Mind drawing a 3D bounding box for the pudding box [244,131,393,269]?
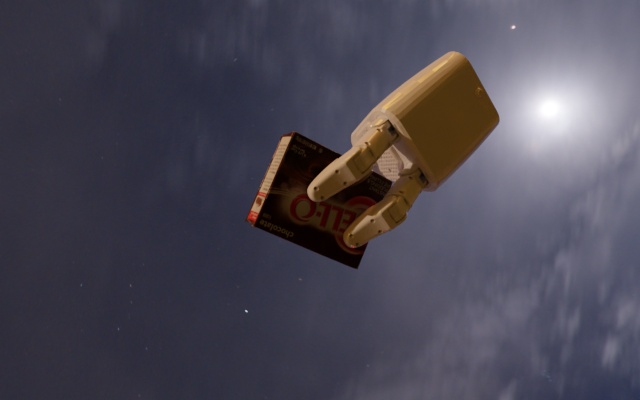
[{"bbox_3d":[0.000,0.001,0.439,0.113,0.090,0.039,24,-6,-21],"label":"pudding box"}]
